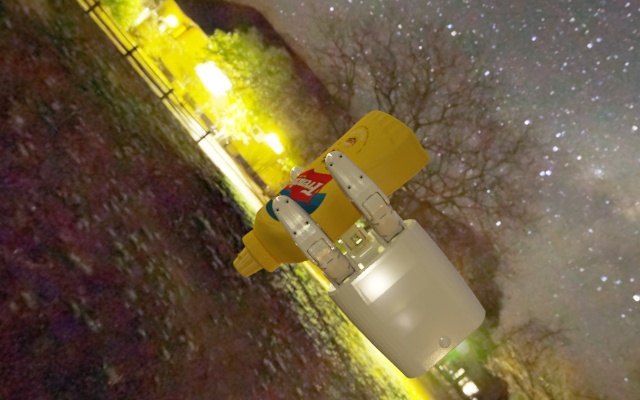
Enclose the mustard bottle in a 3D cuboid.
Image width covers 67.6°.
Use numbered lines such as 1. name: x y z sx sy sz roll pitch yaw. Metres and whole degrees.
1. mustard bottle: 0.000 0.001 0.432 0.191 0.058 0.096 -41 28 -1
